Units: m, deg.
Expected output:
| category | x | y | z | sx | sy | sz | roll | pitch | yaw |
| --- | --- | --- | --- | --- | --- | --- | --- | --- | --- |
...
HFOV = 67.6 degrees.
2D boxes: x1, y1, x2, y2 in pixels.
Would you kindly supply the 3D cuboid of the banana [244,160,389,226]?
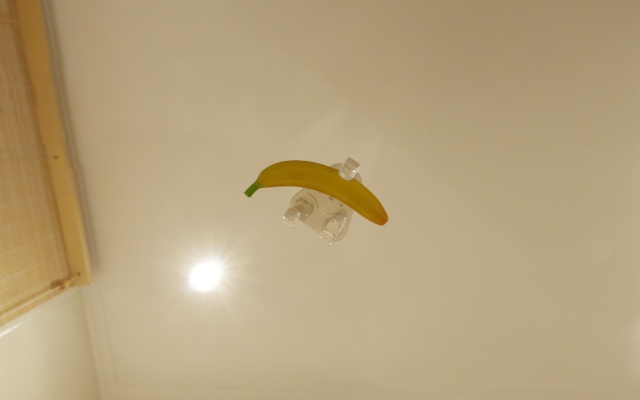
| category | x | y | z | sx | sy | sz | roll | pitch | yaw |
| --- | --- | --- | --- | --- | --- | --- | --- | --- | --- |
| banana | 0.000 | -0.017 | 0.656 | 0.198 | 0.069 | 0.037 | 11 | -10 | -1 |
